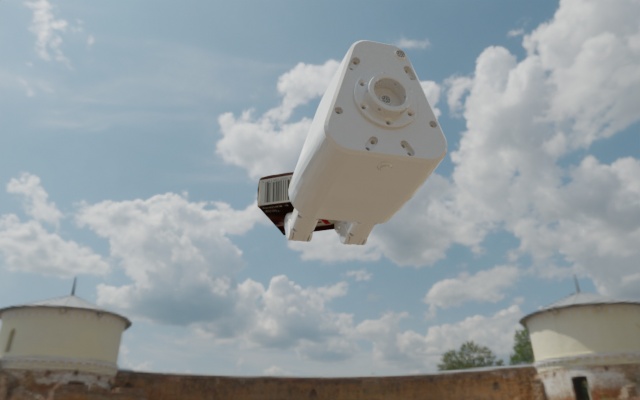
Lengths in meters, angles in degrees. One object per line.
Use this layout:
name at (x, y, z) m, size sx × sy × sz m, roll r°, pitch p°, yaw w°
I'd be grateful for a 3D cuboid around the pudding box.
pudding box at (0.000, 0.001, 0.511) m, size 0.113 × 0.039 × 0.090 m, roll -6°, pitch -25°, yaw 12°
